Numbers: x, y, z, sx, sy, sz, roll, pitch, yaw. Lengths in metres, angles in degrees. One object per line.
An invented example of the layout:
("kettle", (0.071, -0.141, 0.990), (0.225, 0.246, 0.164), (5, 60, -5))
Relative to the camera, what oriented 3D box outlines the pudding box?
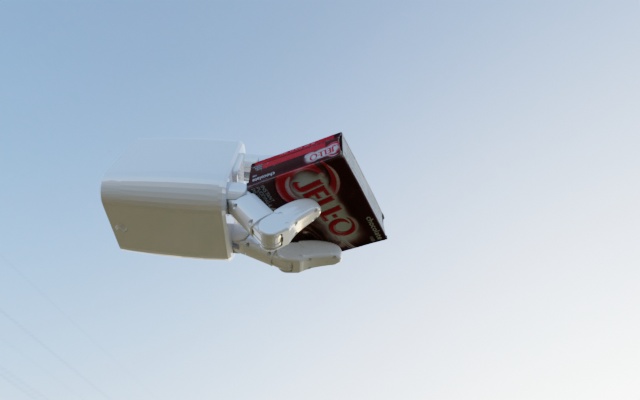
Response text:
("pudding box", (0.000, 0.001, 0.435), (0.090, 0.039, 0.114), (-17, -47, 18))
